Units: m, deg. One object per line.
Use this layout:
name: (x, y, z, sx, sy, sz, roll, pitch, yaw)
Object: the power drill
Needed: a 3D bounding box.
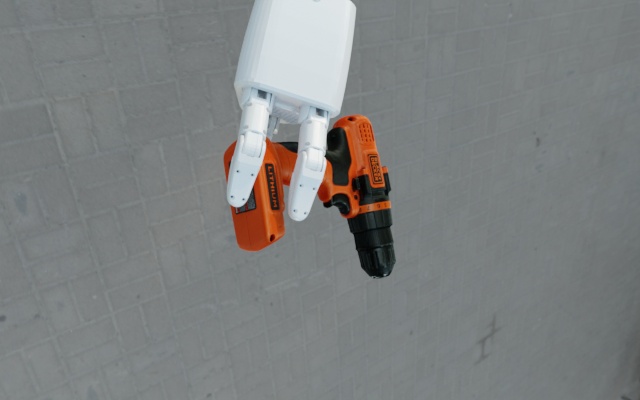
power drill: (0.000, 0.001, 0.490, 0.187, 0.184, 0.057, -6, -8, -44)
